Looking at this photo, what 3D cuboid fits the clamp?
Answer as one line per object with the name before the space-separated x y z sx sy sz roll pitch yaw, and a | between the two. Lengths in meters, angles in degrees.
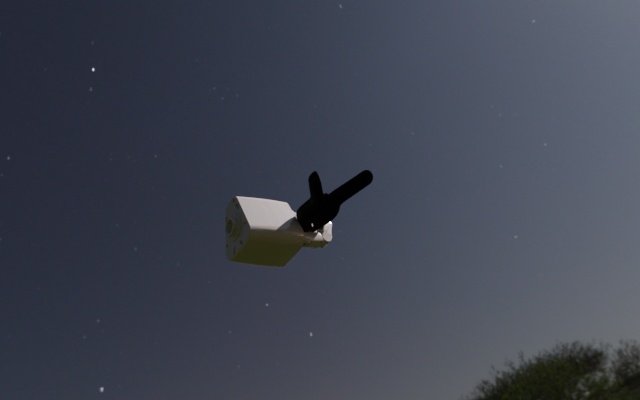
clamp | 0.000 0.002 0.813 0.120 0.039 0.171 9 -44 -36
